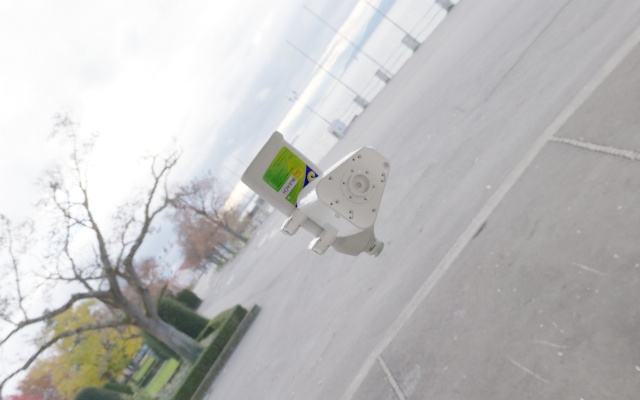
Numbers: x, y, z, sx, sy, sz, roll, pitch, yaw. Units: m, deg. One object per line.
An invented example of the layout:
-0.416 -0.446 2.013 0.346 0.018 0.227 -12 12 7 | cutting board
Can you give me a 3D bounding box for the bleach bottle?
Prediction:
0.000 0.003 0.768 0.251 0.102 0.068 36 -14 -7 | bleach bottle
